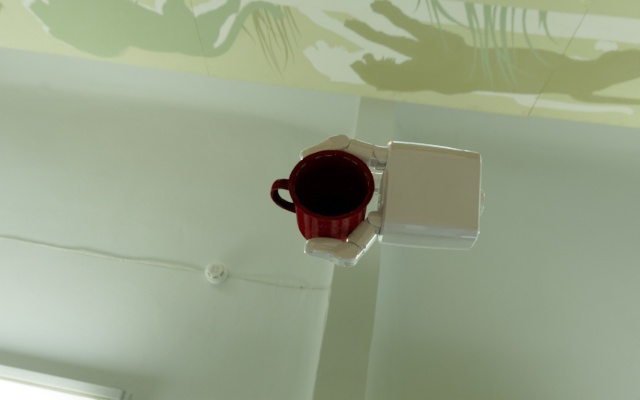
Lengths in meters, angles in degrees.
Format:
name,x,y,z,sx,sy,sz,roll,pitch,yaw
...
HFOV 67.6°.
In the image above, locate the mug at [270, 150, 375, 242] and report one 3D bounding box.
name,x,y,z,sx,sy,sz,roll,pitch,yaw
mug,-0.001,0.002,0.546,0.117,0.093,0.082,7,-32,5
